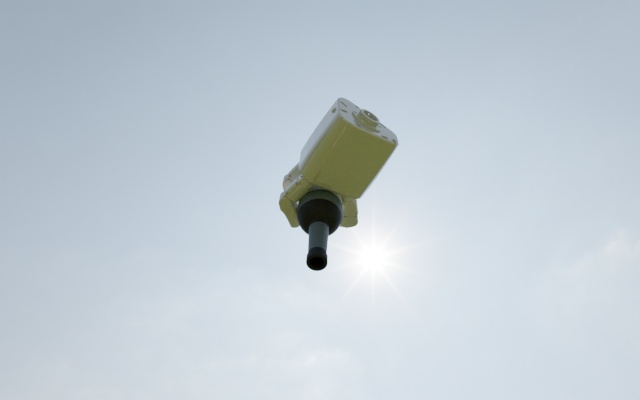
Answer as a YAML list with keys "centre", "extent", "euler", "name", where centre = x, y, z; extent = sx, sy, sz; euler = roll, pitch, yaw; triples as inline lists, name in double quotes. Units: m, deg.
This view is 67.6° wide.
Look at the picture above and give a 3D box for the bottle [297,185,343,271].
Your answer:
- centre: [0.000, 0.002, 0.727]
  extent: [0.069, 0.069, 0.295]
  euler: [0, 31, 2]
  name: "bottle"
